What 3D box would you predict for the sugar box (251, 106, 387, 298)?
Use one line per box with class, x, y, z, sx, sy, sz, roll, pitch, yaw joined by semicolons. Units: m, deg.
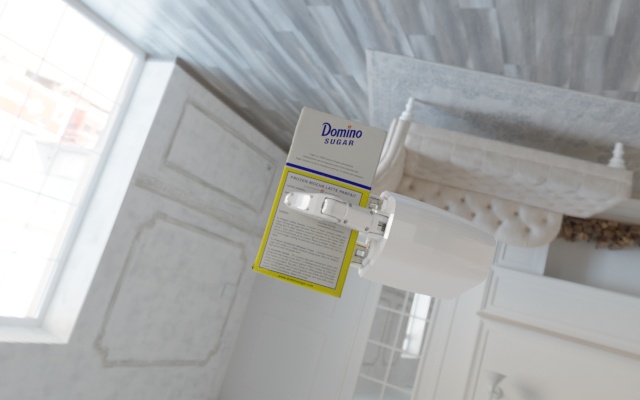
sugar box;0.000;0.002;0.494;0.093;0.176;0.048;17;-10;0
